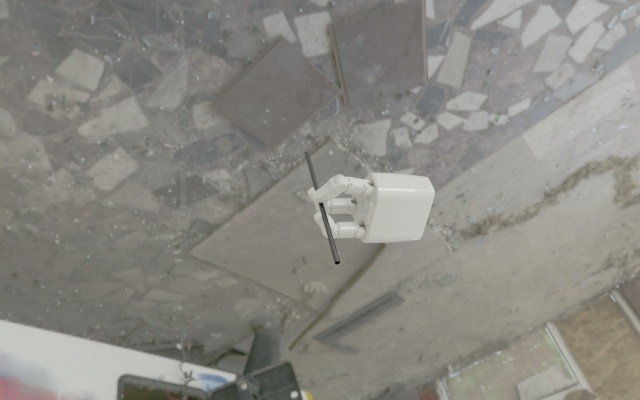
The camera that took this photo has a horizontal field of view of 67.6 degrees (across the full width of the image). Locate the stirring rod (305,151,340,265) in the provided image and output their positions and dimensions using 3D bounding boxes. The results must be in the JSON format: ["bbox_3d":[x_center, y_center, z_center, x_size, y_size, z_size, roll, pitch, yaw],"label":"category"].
[{"bbox_3d":[0.000,0.002,0.759,0.011,0.239,0.011,-9,-42,-8],"label":"stirring rod"}]
